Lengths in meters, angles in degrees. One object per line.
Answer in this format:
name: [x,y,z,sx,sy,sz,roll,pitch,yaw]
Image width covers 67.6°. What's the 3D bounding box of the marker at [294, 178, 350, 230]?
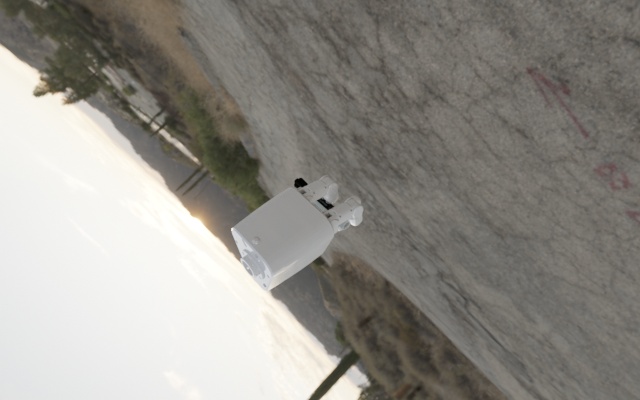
marker: [0.000,0.002,0.749,0.121,0.020,0.020,42,23,28]
